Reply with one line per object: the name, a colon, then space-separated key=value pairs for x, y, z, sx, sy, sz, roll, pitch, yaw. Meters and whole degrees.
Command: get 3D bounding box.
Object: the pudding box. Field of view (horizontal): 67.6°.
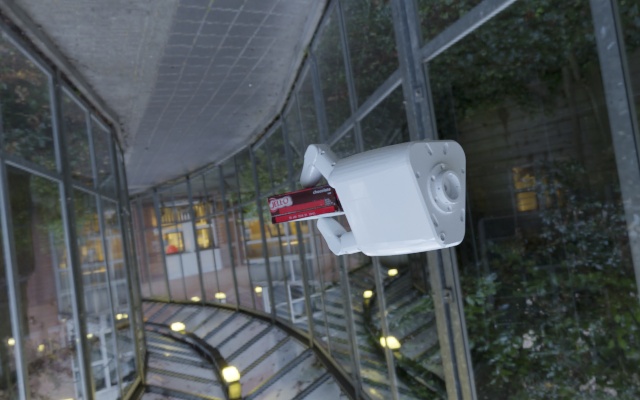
pudding box: x=0.000 y=0.002 z=0.595 sx=0.090 sy=0.039 sz=0.113 roll=-10 pitch=-4 yaw=23
